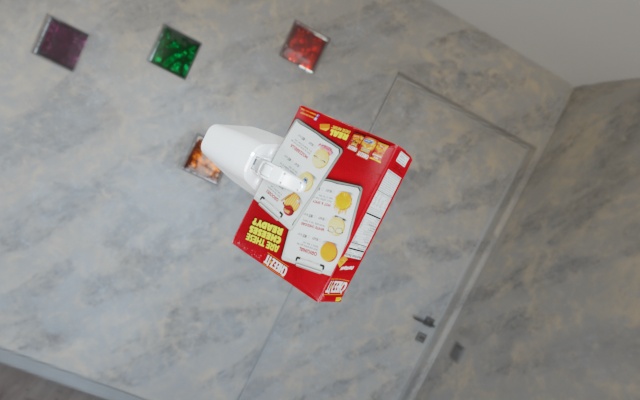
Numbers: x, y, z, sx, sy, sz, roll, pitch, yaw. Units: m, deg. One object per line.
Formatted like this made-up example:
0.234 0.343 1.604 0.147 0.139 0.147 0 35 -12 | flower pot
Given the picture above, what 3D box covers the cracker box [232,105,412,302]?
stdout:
0.000 0.002 0.635 0.164 0.214 0.072 28 4 32 | cracker box
